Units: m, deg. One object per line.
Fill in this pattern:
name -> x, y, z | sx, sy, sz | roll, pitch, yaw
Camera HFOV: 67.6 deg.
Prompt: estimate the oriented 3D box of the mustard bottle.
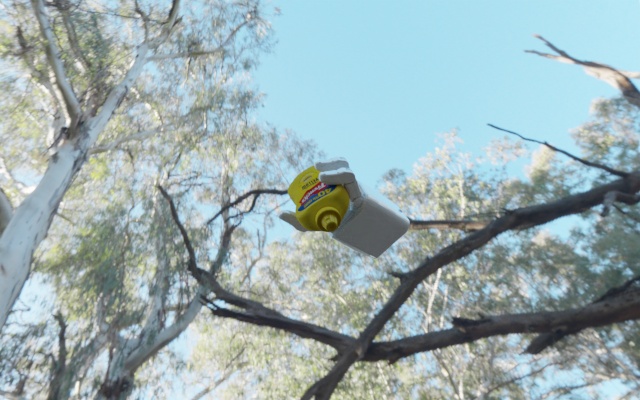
mustard bottle -> 0.000, 0.002, 0.823 | 0.096, 0.058, 0.191 | -32, 27, 4
